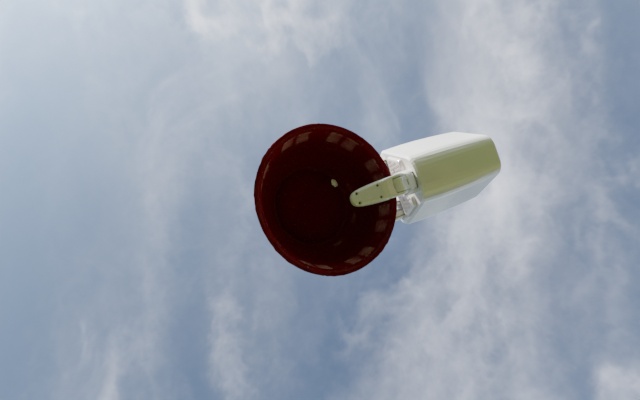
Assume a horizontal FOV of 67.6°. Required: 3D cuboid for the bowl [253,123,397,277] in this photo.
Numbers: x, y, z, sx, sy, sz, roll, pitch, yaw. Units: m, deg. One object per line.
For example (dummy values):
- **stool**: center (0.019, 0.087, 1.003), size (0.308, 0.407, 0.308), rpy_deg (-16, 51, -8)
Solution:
- **bowl**: center (-0.001, 0.002, 0.518), size (0.162, 0.162, 0.055), rpy_deg (0, -10, -23)
